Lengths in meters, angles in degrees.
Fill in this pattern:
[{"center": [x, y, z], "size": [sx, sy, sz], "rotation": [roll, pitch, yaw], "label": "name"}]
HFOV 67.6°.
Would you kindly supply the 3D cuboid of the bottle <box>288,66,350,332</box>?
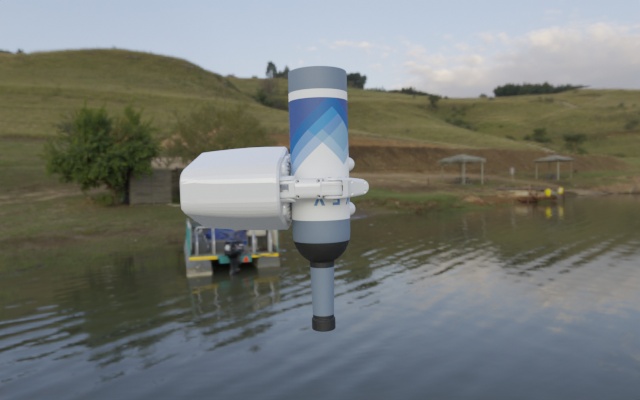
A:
[{"center": [0.000, 0.002, 0.548], "size": [0.069, 0.296, 0.069], "rotation": [-1, 3, 0], "label": "bottle"}]
